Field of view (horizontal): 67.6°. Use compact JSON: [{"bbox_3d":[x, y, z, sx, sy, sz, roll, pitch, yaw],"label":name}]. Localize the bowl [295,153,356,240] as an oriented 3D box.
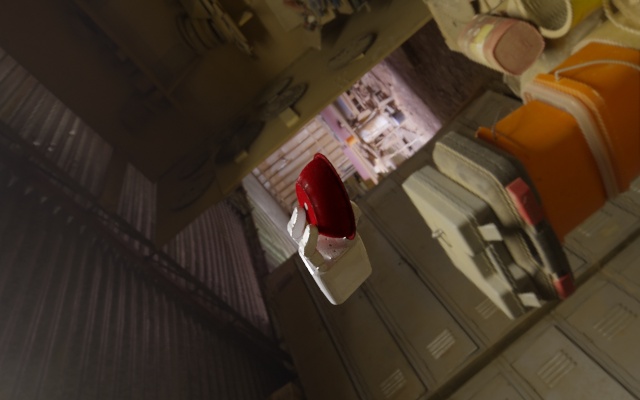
[{"bbox_3d":[-0.001,0.002,0.816,0.055,0.162,0.162,-22,5,-14],"label":"bowl"}]
